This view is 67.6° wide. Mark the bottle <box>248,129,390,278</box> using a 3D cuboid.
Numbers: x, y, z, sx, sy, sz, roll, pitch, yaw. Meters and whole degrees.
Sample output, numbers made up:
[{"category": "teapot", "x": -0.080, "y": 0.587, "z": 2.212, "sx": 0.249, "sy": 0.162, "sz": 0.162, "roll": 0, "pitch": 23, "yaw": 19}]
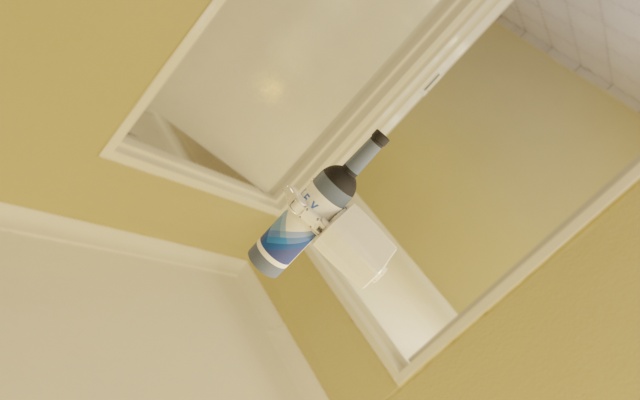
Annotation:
[{"category": "bottle", "x": 0.000, "y": 0.003, "z": 0.774, "sx": 0.069, "sy": 0.296, "sz": 0.069, "roll": 40, "pitch": 14, "yaw": -12}]
